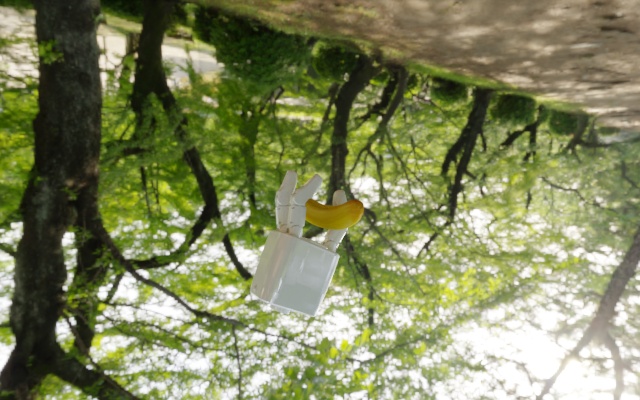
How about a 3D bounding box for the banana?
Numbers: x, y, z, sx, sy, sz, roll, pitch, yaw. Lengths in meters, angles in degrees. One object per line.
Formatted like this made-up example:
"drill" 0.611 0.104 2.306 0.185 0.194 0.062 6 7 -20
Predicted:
"banana" 0.007 0.015 0.747 0.037 0.070 0.197 -46 33 -21
